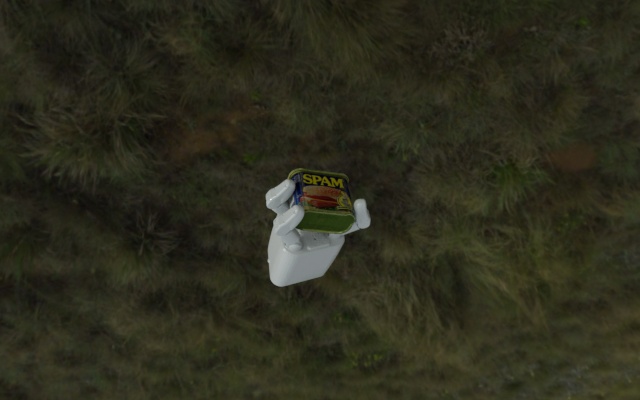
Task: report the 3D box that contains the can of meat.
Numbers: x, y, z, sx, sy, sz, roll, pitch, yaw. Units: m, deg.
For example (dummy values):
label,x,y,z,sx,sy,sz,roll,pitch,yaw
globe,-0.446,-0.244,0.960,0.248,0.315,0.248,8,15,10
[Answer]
label,x,y,z,sx,sy,sz,roll,pitch,yaw
can of meat,0.000,0.003,0.752,0.102,0.084,0.057,7,-41,-20
